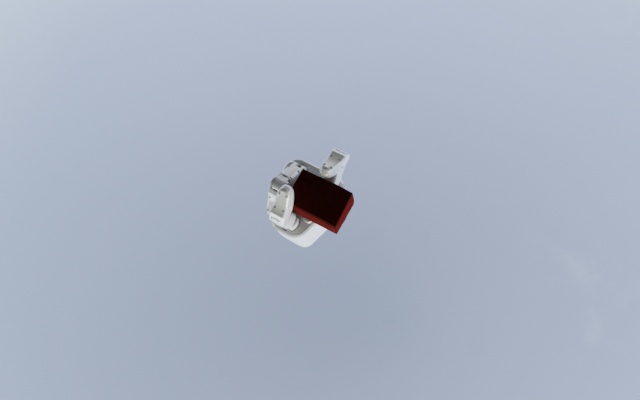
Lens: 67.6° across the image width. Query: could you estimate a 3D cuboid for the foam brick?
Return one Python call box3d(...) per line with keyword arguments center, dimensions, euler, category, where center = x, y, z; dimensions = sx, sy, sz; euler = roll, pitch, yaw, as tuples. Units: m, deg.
box3d(center=(0.000, 0.002, 0.642), dimensions=(0.078, 0.053, 0.051), euler=(27, -11, 13), category="foam brick")
